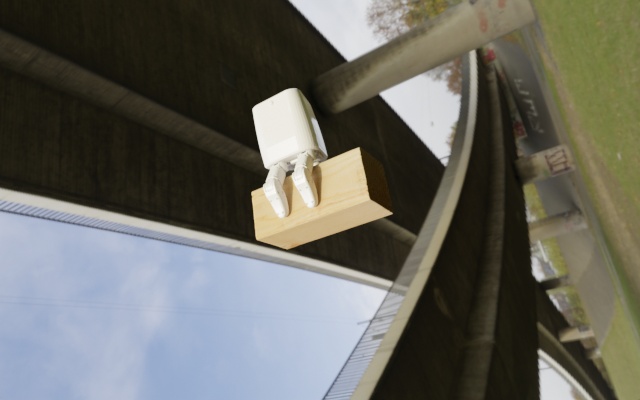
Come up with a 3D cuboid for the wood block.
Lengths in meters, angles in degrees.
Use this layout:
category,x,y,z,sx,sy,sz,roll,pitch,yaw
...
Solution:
category,x,y,z,sx,sy,sz,roll,pitch,yaw
wood block,0.000,0.002,0.775,0.206,0.090,0.091,-21,-24,26
